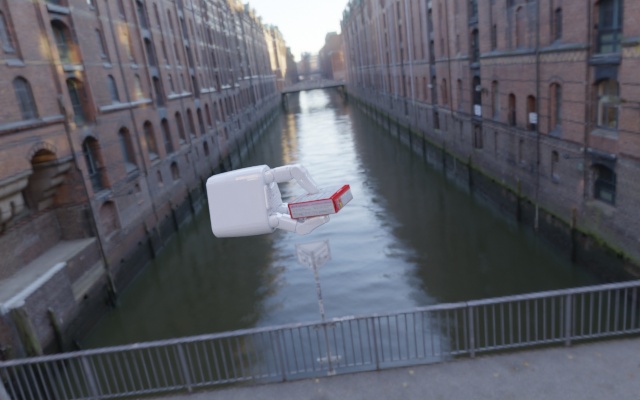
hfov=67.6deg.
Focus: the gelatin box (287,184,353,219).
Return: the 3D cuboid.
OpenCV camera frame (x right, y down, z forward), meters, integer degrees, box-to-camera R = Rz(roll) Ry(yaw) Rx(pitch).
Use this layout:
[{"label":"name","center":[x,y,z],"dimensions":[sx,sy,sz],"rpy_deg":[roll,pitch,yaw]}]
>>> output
[{"label":"gelatin box","center":[0.000,0.002,0.800],"dimensions":[0.089,0.030,0.073],"rpy_deg":[-9,15,28]}]
